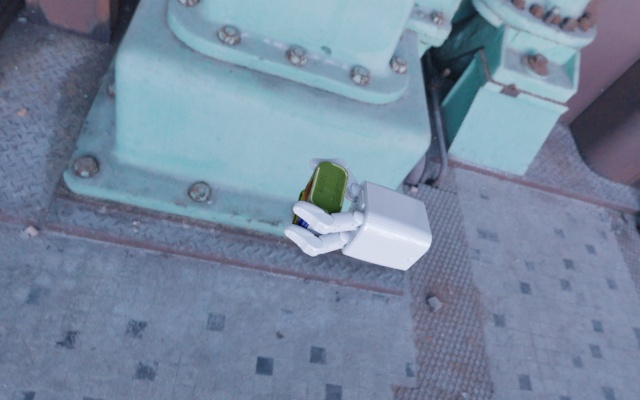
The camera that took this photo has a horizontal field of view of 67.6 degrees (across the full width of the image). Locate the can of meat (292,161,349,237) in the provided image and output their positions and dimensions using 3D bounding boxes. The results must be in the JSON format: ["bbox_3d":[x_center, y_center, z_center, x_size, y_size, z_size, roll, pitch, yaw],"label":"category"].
[{"bbox_3d":[0.000,0.002,0.723,0.057,0.102,0.084,20,-39,-9],"label":"can of meat"}]
